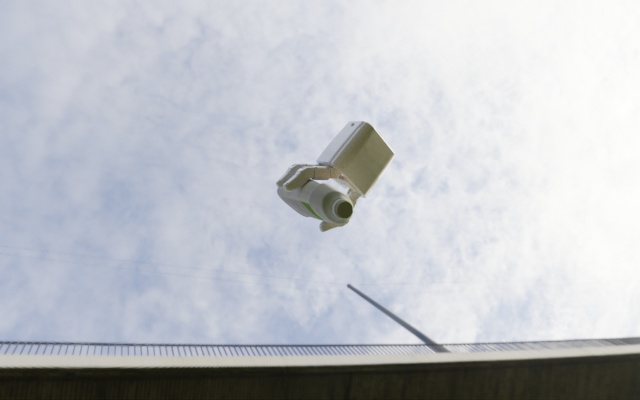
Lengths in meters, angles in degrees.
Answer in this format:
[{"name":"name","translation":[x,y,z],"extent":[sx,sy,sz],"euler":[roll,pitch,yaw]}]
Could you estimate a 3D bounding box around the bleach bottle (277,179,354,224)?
[{"name":"bleach bottle","translation":[0.000,0.003,0.871],"extent":[0.102,0.068,0.251],"euler":[38,-6,-22]}]
